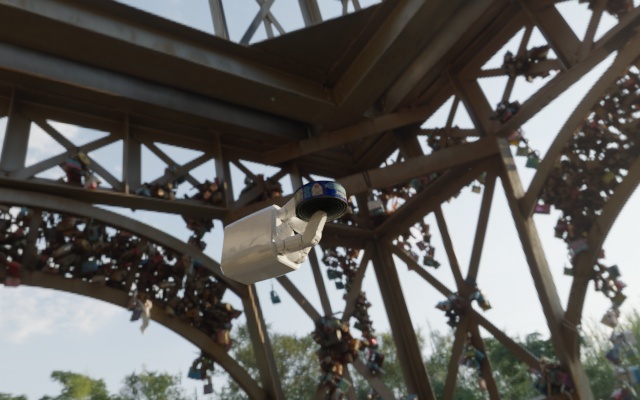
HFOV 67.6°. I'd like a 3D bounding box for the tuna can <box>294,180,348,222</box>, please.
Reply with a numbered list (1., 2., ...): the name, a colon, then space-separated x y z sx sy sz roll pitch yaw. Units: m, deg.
1. tuna can: 0.000 0.002 0.772 0.086 0.033 0.086 -6 -29 -3
